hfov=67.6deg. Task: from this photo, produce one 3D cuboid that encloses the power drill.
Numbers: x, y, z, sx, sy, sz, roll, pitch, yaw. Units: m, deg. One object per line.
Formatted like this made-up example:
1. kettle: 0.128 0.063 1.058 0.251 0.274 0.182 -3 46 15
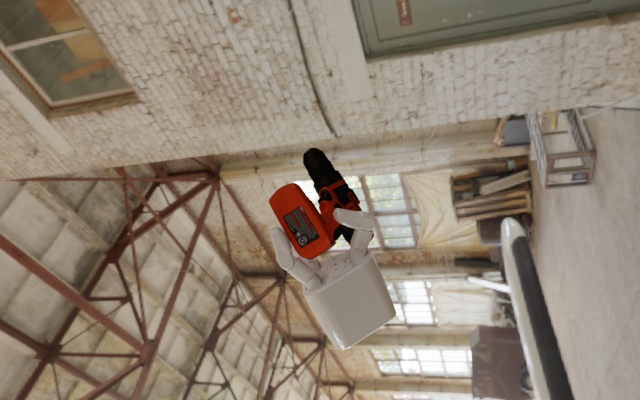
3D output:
1. power drill: 0.000 0.003 0.724 0.057 0.184 0.187 -36 -7 26
